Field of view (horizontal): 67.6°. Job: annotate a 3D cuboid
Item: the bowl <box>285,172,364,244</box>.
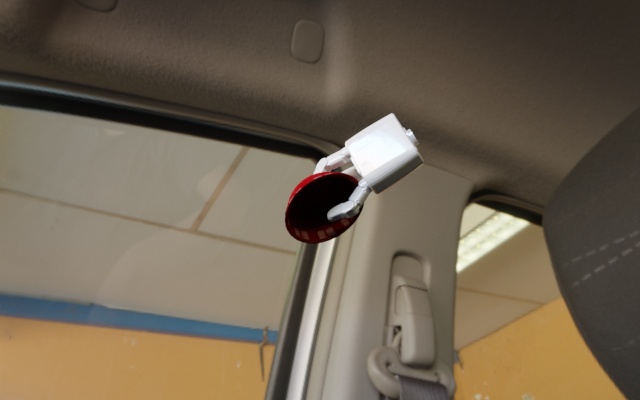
[{"bbox_3d":[-0.001,0.003,0.898,0.162,0.162,0.055,0,35,-29],"label":"bowl"}]
